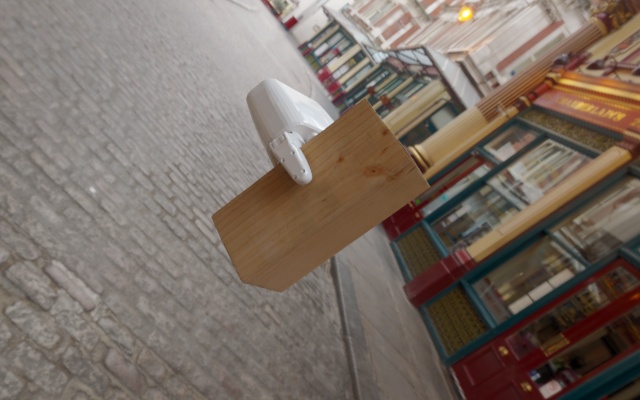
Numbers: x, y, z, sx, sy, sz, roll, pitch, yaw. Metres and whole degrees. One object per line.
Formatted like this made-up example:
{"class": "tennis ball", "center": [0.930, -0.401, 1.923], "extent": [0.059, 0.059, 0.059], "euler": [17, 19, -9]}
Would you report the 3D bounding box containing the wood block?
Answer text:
{"class": "wood block", "center": [0.000, 0.001, 0.514], "extent": [0.206, 0.090, 0.091], "euler": [-37, -28, 10]}
